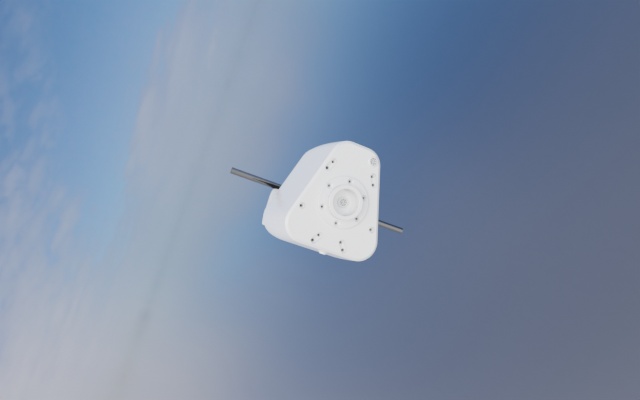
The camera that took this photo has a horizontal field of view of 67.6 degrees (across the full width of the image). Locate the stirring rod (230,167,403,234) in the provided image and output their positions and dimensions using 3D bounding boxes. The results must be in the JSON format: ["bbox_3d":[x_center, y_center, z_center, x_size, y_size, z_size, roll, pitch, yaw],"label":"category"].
[{"bbox_3d":[0.000,0.002,0.616,0.239,0.011,0.011,20,-5,-15],"label":"stirring rod"}]
